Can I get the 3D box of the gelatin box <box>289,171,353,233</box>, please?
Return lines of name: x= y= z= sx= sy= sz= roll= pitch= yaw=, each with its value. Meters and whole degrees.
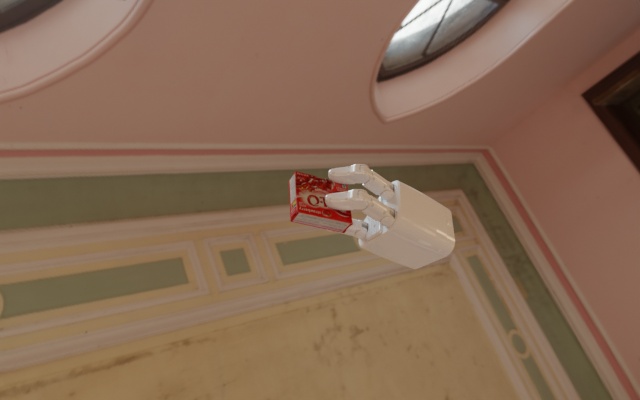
gelatin box: x=0.000 y=0.002 z=0.690 sx=0.089 sy=0.073 sz=0.030 roll=13 pitch=-40 yaw=-23
